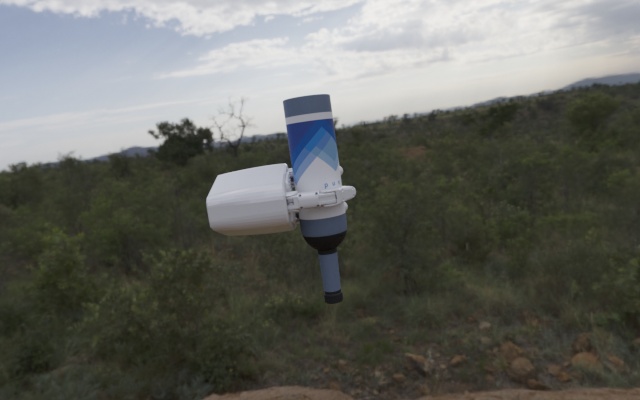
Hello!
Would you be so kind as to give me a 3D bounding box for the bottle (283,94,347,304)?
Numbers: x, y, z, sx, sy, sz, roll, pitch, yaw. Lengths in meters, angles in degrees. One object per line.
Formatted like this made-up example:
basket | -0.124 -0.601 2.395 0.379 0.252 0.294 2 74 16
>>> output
bottle | 0.000 0.002 0.680 0.069 0.296 0.069 -8 7 1
